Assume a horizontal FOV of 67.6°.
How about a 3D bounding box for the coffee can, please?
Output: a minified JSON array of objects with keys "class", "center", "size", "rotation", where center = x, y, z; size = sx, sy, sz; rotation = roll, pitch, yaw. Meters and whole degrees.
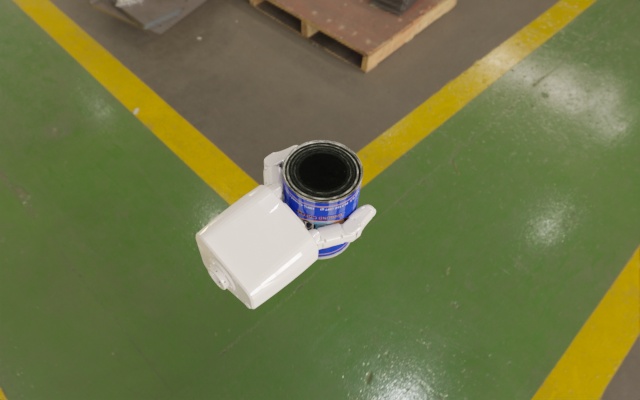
[{"class":"coffee can","center":[0.000,0.002,0.655],"size":[0.103,0.102,0.140],"rotation":[0,-36,-3]}]
